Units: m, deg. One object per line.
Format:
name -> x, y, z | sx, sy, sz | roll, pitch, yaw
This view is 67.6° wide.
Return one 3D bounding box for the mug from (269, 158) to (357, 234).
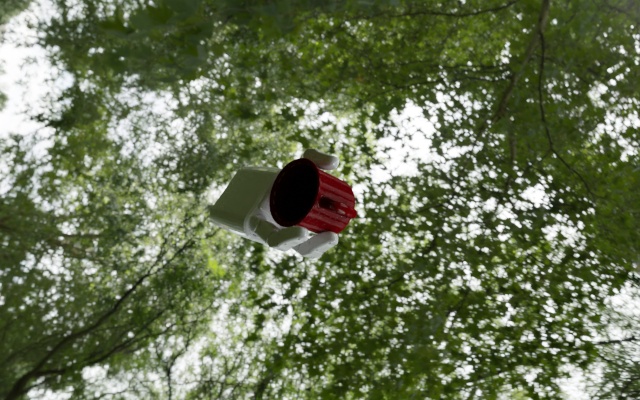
mug -> 0.001, 0.002, 0.629 | 0.081, 0.093, 0.117 | 22, -6, -43
